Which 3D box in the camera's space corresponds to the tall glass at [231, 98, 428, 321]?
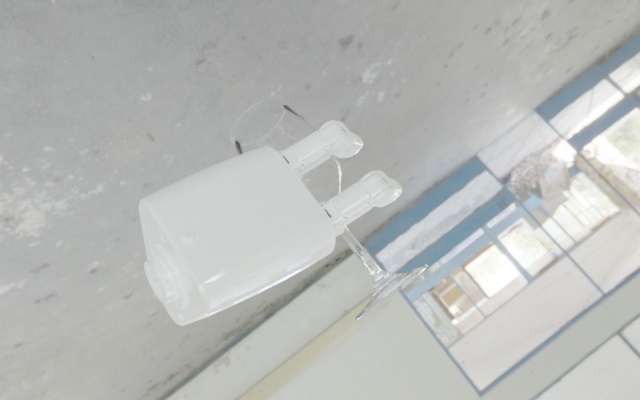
[{"bbox_3d":[0.001,0.002,0.420,0.079,0.201,0.079,-34,-17,-12],"label":"tall glass"}]
